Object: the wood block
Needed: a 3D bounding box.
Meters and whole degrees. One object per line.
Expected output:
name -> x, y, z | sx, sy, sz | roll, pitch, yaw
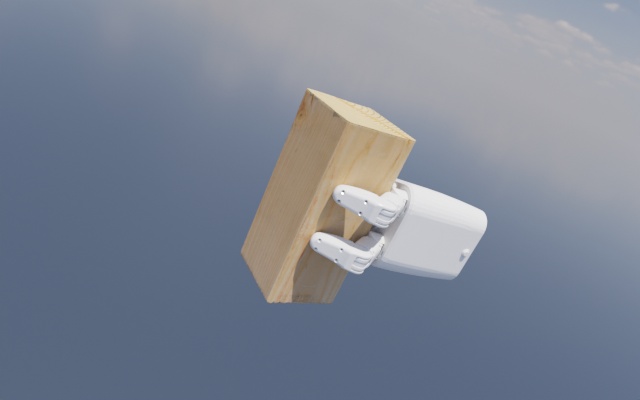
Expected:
wood block -> 0.000, 0.001, 0.511 | 0.090, 0.206, 0.090 | 9, 26, -35
